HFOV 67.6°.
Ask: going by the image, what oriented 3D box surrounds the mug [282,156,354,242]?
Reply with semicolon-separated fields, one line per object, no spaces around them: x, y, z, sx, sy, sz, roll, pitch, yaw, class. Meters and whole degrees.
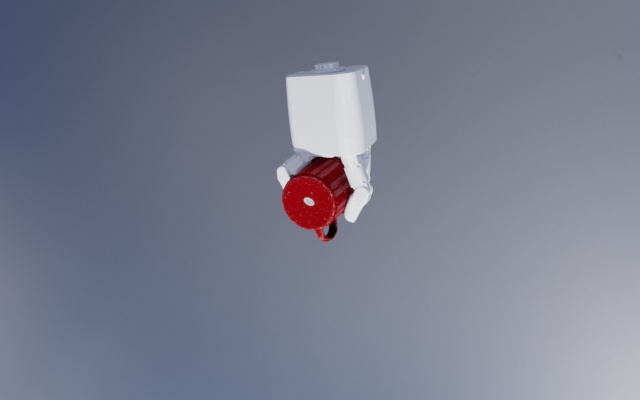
0.000;0.004;0.673;0.093;0.117;0.081;-1;19;25;mug
